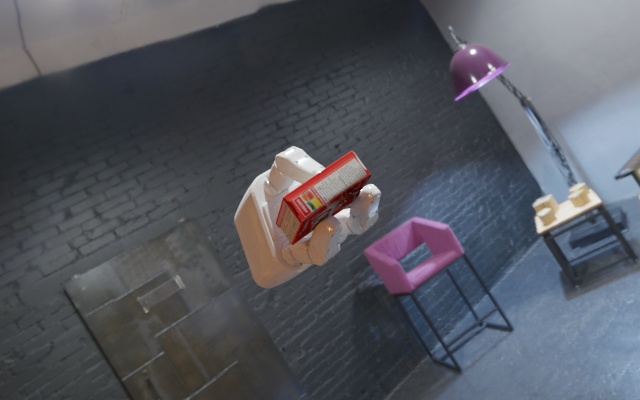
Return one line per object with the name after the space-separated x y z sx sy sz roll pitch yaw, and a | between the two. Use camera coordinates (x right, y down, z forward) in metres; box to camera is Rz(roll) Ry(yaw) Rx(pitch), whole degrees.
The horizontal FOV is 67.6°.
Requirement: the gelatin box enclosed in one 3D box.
0.000 0.001 0.424 0.073 0.030 0.089 -34 -9 -17 | gelatin box
